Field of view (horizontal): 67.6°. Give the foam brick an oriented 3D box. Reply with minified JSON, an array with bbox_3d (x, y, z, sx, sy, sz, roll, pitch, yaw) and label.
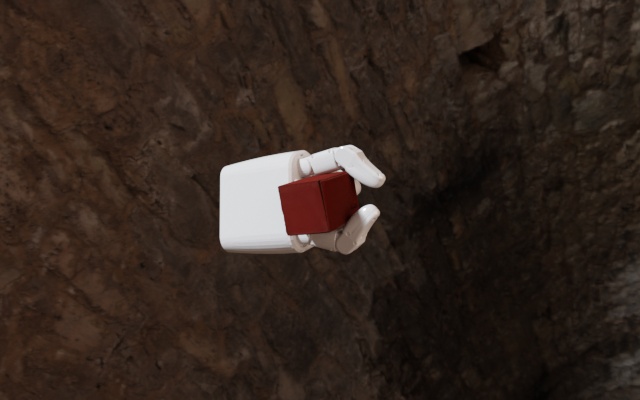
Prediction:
[{"bbox_3d":[0.000,0.002,0.497,0.051,0.053,0.078,-6,7,29],"label":"foam brick"}]
